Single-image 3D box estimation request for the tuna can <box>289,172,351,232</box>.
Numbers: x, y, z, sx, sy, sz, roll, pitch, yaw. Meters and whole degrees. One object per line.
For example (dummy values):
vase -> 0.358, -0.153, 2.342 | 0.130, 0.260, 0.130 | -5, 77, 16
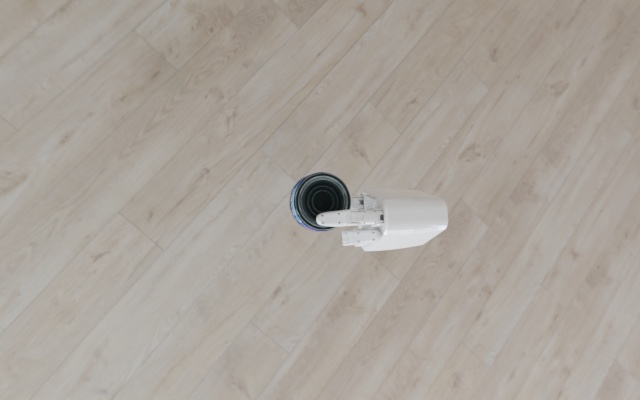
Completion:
tuna can -> 0.000, 0.002, 0.690 | 0.086, 0.086, 0.034 | 0, -3, -15
